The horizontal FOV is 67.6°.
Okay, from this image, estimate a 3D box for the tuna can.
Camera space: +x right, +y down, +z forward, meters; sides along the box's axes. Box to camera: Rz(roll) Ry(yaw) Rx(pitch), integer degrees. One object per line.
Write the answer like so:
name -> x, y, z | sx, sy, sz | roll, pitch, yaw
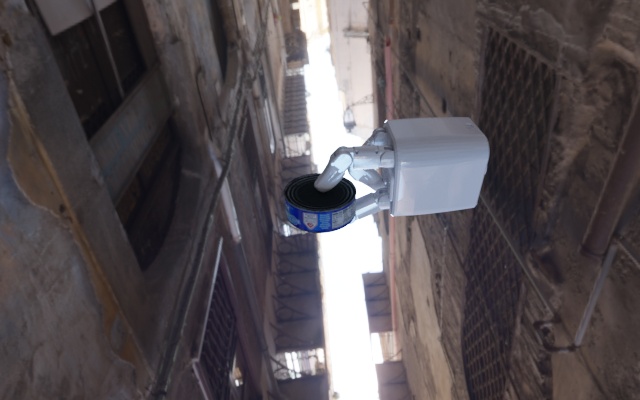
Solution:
tuna can -> 0.000, 0.002, 0.568 | 0.086, 0.034, 0.086 | -1, 32, 1
